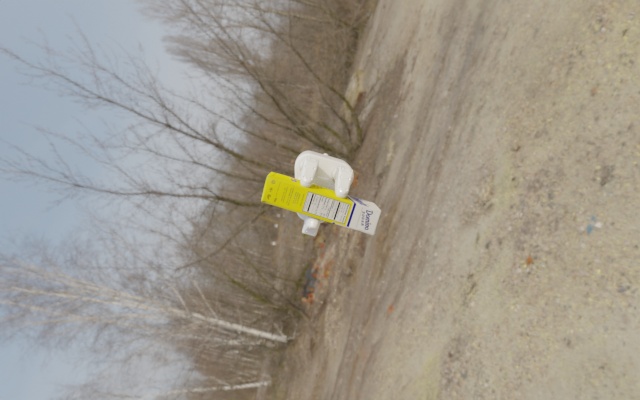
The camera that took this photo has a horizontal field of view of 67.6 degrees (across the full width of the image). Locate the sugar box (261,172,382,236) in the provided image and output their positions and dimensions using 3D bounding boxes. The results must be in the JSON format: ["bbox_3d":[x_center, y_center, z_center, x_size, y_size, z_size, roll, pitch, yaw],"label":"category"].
[{"bbox_3d":[0.000,0.002,0.735,0.176,0.048,0.093,14,7,-4],"label":"sugar box"}]
